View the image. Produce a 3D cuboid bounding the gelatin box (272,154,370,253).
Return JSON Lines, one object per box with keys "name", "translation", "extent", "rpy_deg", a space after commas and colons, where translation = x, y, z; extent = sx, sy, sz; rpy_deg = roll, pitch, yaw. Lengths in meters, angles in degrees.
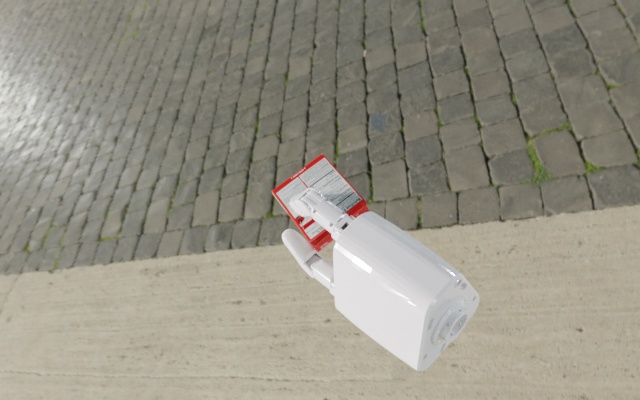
{"name": "gelatin box", "translation": [0.000, 0.001, 0.524], "extent": [0.073, 0.089, 0.030], "rpy_deg": [-37, -35, -3]}
